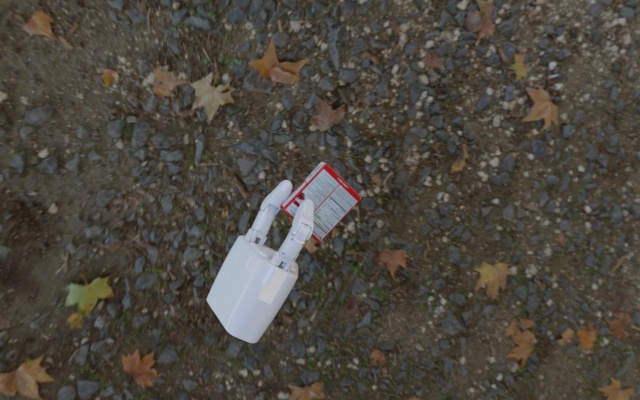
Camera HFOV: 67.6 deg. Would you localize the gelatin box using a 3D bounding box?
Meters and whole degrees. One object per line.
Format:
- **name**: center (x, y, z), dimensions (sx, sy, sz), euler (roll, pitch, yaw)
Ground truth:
- **gelatin box**: center (0.000, 0.002, 0.665), dimensions (0.073, 0.089, 0.030), euler (43, 1, -17)
